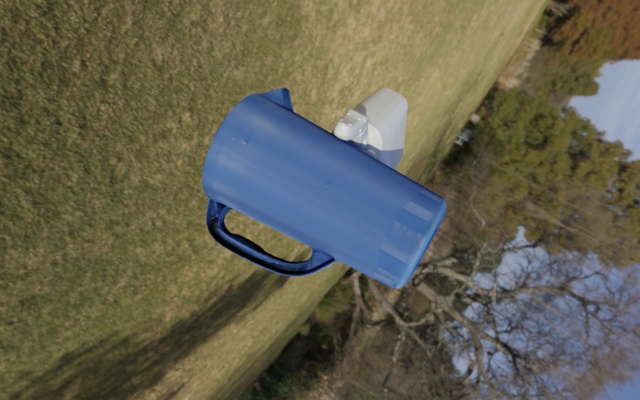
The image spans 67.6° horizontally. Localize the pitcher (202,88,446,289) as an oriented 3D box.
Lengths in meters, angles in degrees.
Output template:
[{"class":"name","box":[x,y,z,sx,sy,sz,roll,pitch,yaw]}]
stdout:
[{"class":"pitcher","box":[0.000,0.002,0.520,0.243,0.149,0.145,29,43,12]}]
